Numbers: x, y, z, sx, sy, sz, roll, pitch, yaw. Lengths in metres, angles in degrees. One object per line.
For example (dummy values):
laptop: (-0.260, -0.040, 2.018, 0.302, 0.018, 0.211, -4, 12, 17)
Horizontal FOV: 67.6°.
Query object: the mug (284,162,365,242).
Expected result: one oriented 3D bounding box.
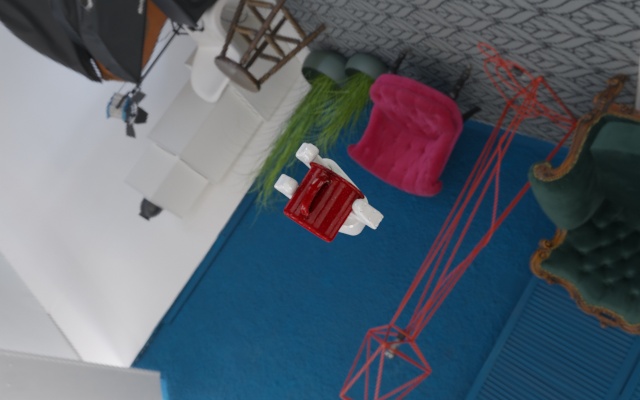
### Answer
mug: (0.000, 0.002, 0.658, 0.093, 0.081, 0.117, 32, -6, 14)
